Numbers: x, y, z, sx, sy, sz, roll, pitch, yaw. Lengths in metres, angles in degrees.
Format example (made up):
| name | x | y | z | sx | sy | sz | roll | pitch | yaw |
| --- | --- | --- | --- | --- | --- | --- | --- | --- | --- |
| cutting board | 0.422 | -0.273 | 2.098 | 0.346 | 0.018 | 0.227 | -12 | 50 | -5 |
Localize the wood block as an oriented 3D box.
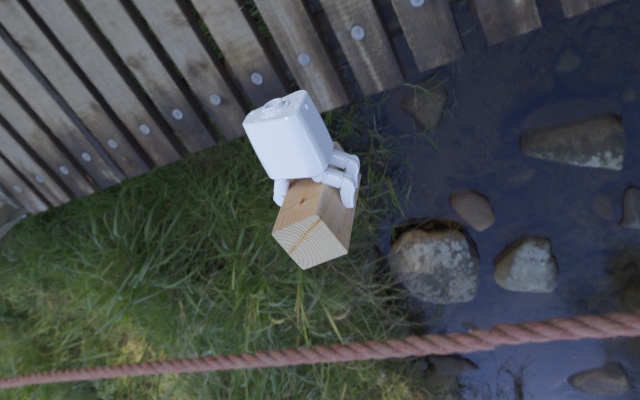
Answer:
| name | x | y | z | sx | sy | sz | roll | pitch | yaw |
| --- | --- | --- | --- | --- | --- | --- | --- | --- | --- |
| wood block | 0.000 | 0.003 | 0.809 | 0.091 | 0.090 | 0.206 | -24 | 30 | 28 |
